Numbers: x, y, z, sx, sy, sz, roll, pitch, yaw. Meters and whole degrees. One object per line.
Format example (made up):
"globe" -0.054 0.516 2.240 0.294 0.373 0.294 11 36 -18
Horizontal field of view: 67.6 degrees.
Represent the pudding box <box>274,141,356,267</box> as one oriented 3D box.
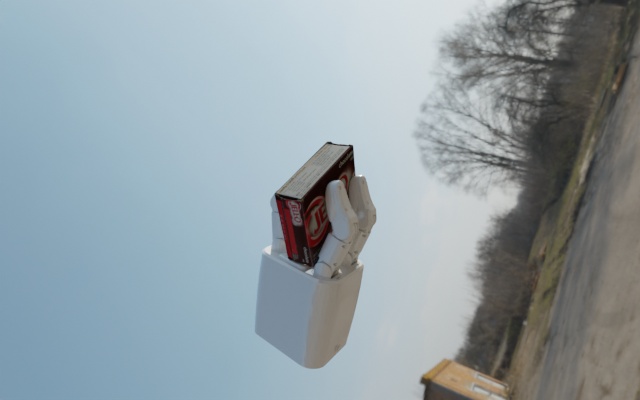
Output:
"pudding box" 0.000 0.002 0.519 0.039 0.090 0.113 13 41 25
